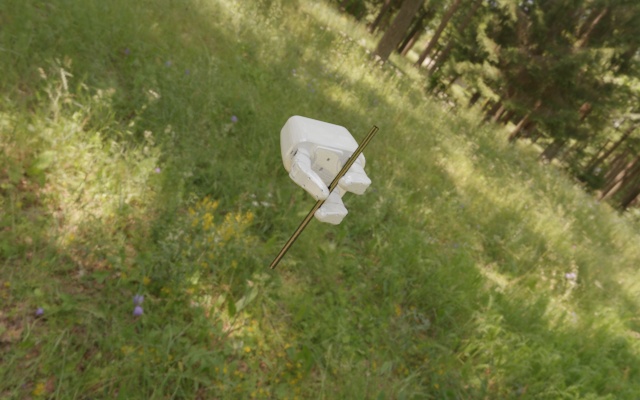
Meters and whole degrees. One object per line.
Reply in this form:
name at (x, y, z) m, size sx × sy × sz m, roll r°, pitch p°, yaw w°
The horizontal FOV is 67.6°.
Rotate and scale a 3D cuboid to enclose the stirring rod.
stirring rod at (0.000, 0.002, 0.618) m, size 0.011 × 0.239 × 0.011 m, roll 31°, pitch 21°, yaw -14°
